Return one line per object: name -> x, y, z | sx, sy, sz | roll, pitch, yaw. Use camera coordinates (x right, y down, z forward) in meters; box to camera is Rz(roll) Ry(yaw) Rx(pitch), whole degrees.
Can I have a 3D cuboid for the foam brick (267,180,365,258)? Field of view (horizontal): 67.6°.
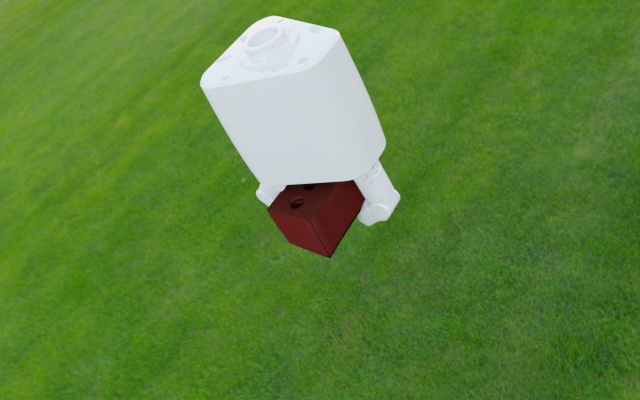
foam brick -> 0.000, 0.002, 0.432 | 0.053, 0.078, 0.051 | 13, -33, 38
